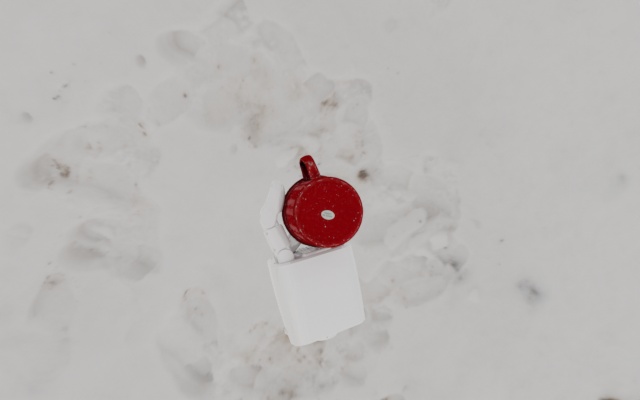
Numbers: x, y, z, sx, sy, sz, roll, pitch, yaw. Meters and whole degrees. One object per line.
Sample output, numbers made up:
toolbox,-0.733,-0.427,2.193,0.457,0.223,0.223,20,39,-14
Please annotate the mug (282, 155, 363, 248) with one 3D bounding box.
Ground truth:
mug,0.000,0.000,0.571,0.093,0.117,0.081,-15,3,-10
